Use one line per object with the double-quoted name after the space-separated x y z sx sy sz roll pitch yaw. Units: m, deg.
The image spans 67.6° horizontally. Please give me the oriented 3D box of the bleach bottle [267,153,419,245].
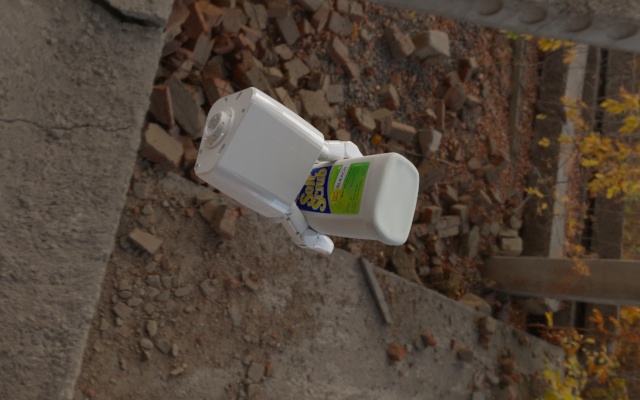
0.000 0.002 0.607 0.251 0.102 0.068 -4 -27 47 "bleach bottle"
